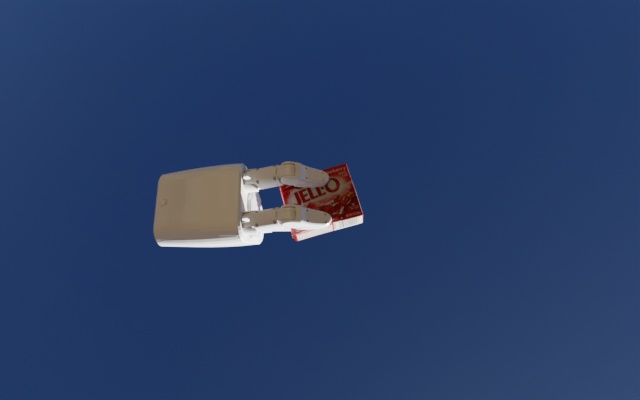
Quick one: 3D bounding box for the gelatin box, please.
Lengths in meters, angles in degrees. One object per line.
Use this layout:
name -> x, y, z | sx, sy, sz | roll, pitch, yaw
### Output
gelatin box -> 0.000, 0.002, 0.587 | 0.089, 0.073, 0.030 | -15, -24, -3
